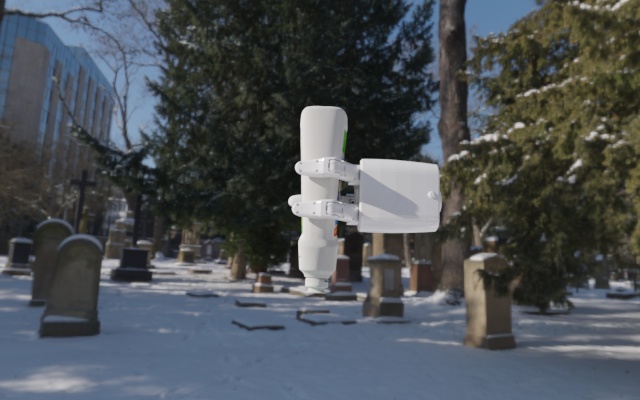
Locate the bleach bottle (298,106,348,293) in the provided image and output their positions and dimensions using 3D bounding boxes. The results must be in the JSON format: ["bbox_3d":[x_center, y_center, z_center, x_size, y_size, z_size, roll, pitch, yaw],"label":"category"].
[{"bbox_3d":[0.000,0.002,0.671,0.068,0.250,0.102,2,-9,2],"label":"bleach bottle"}]
